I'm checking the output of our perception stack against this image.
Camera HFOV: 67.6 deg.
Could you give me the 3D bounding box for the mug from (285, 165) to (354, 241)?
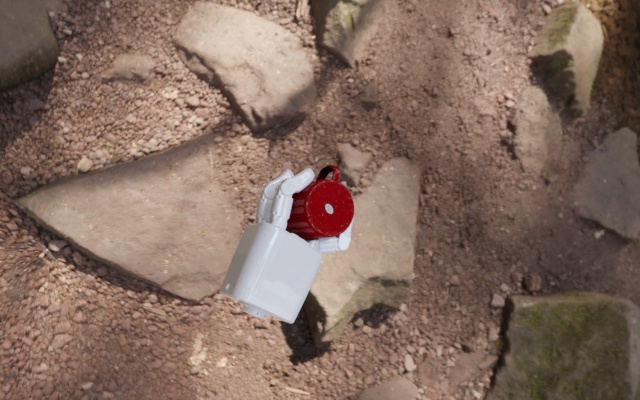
[{"bbox_3d":[0.001,0.001,0.697,0.093,0.117,0.081,29,-17,-24],"label":"mug"}]
